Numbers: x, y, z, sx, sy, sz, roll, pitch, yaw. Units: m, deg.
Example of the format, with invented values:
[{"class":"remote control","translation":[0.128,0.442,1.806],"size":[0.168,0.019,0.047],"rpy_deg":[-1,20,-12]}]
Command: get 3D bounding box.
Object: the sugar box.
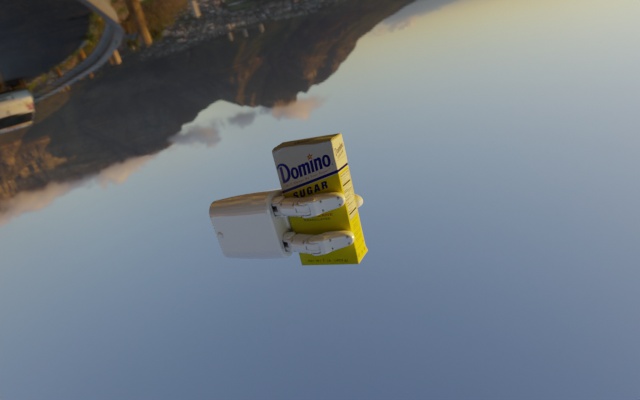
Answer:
[{"class":"sugar box","translation":[0.000,0.002,0.658],"size":[0.093,0.176,0.048],"rpy_deg":[-6,21,26]}]
